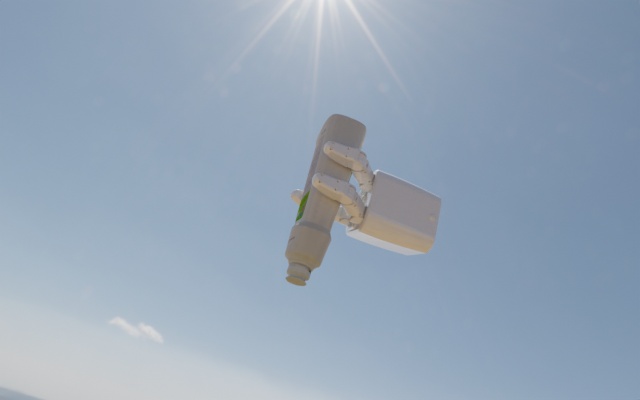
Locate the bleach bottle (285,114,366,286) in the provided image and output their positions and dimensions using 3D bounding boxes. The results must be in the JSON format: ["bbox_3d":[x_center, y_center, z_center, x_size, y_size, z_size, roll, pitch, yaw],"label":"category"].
[{"bbox_3d":[0.000,0.002,0.675,0.068,0.250,0.103,20,-28,-5],"label":"bleach bottle"}]
